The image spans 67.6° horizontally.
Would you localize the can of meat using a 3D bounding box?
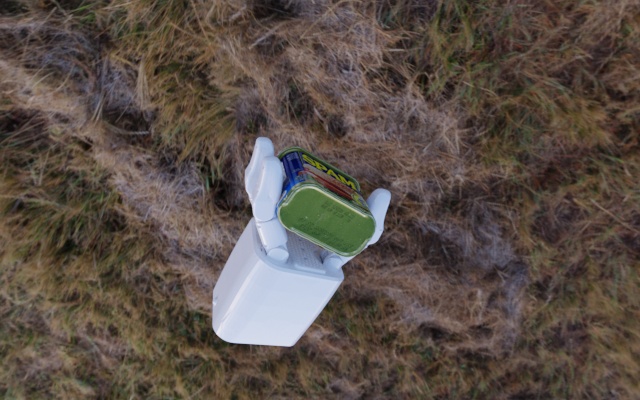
[{"bbox_3d":[0.000,0.002,0.474,0.102,0.057,0.084,28,18,-24],"label":"can of meat"}]
